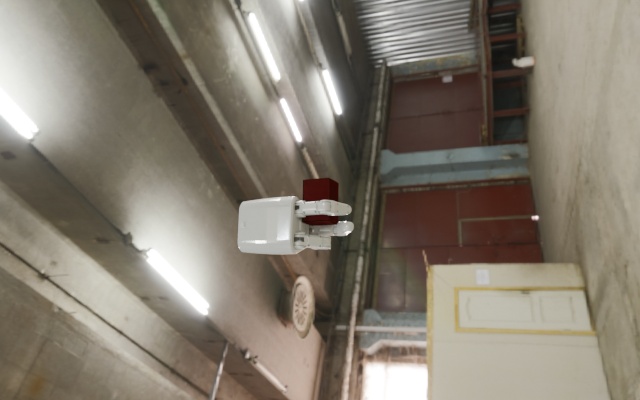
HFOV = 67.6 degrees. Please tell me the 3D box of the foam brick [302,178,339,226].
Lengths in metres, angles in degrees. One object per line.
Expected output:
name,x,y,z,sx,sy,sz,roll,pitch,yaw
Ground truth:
foam brick,0.000,0.003,0.847,0.051,0.078,0.053,-3,-11,21
